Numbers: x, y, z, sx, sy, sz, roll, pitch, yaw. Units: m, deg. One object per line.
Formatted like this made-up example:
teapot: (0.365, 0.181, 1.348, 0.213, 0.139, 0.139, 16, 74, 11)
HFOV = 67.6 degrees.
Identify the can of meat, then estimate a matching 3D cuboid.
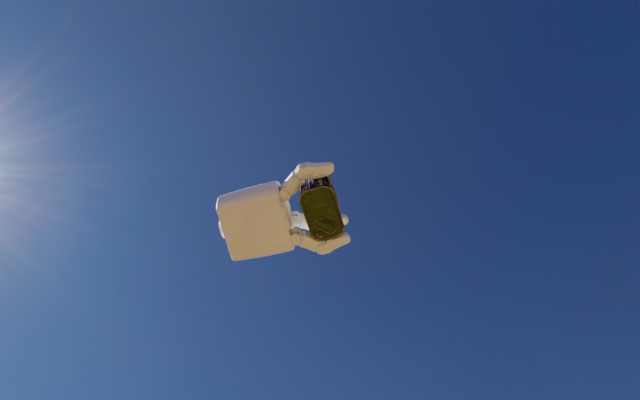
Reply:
can of meat: (0.000, 0.002, 0.799, 0.057, 0.102, 0.084, -16, 31, 5)
